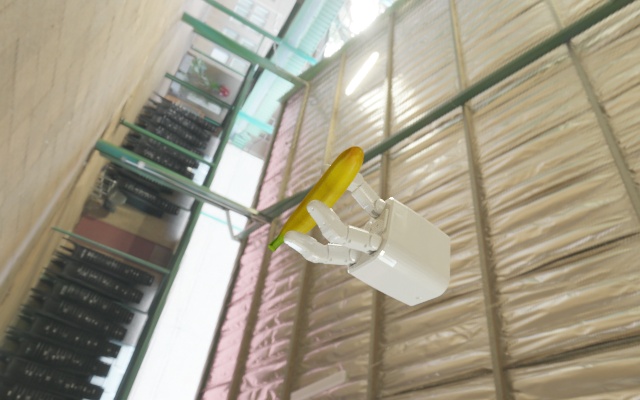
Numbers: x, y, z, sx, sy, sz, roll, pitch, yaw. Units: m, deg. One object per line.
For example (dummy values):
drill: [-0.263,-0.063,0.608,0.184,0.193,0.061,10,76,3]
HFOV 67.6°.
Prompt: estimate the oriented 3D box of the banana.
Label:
banana: [0.003,-0.004,0.625,0.037,0.198,0.069,37,32,-3]
